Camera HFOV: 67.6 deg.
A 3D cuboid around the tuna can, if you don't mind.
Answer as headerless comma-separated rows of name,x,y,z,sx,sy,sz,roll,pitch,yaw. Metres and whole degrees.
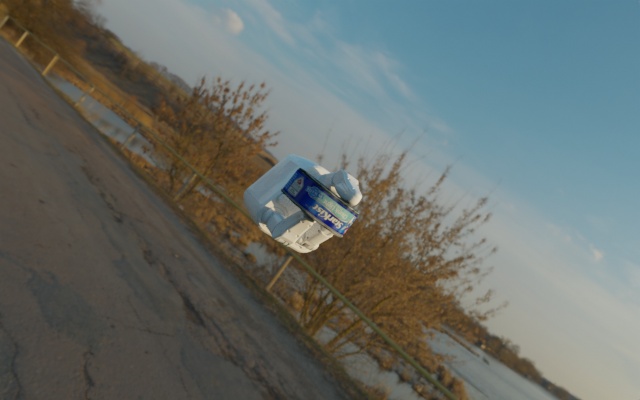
tuna can,0.000,0.001,0.527,0.086,0.034,0.086,38,3,-2
